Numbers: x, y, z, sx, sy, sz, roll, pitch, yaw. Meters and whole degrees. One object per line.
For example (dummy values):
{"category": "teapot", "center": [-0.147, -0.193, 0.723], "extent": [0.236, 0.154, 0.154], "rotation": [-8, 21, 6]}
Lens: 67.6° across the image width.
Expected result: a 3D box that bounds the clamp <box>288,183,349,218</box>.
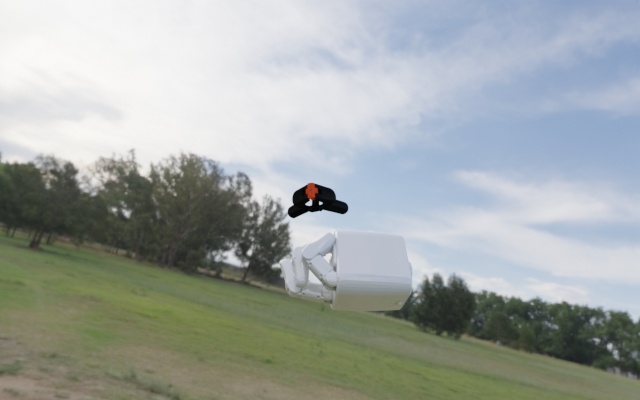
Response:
{"category": "clamp", "center": [0.000, 0.002, 0.886], "extent": [0.120, 0.039, 0.171], "rotation": [-8, -11, -7]}
